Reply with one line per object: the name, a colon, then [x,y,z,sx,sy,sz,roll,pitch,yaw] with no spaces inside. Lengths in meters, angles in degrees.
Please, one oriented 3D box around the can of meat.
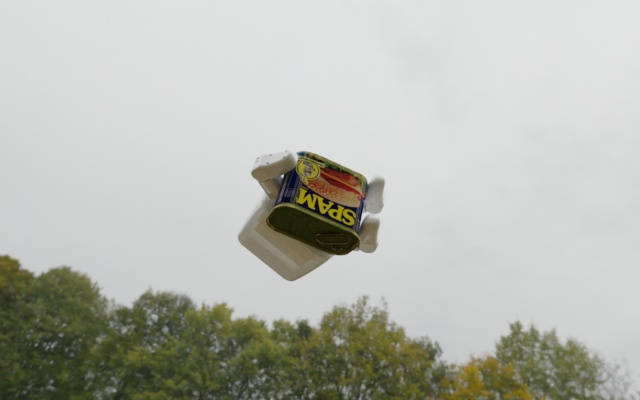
can of meat: [0.000,0.001,0.537,0.102,0.084,0.057,24,-36,-13]
